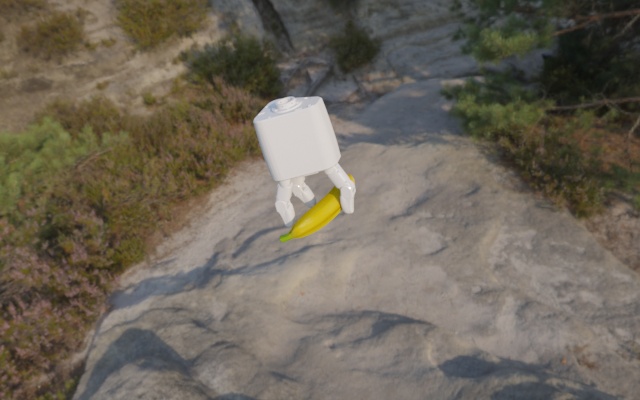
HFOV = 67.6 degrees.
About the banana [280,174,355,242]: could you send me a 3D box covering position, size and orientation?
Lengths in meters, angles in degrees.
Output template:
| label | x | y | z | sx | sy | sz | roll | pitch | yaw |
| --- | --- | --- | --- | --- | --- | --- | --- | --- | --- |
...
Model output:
| label | x | y | z | sx | sy | sz | roll | pitch | yaw |
| --- | --- | --- | --- | --- | --- | --- | --- | --- | --- |
| banana | 0.011 | 0.006 | 0.836 | 0.069 | 0.037 | 0.197 | 6 | 38 | 47 |
